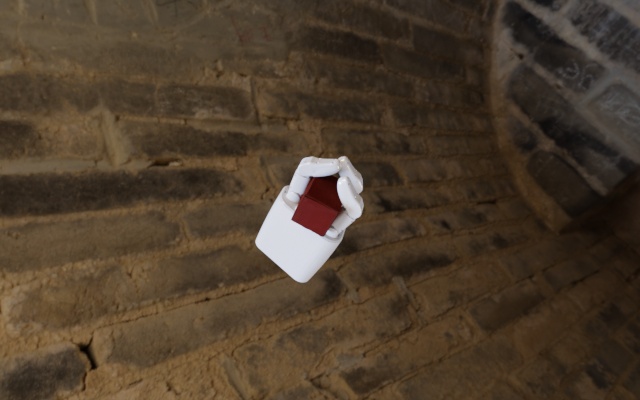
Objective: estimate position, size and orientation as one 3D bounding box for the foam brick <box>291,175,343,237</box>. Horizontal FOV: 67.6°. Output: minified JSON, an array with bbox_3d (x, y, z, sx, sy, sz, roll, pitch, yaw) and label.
[{"bbox_3d":[0.000,0.002,0.670,0.053,0.051,0.078,29,34,-4],"label":"foam brick"}]
